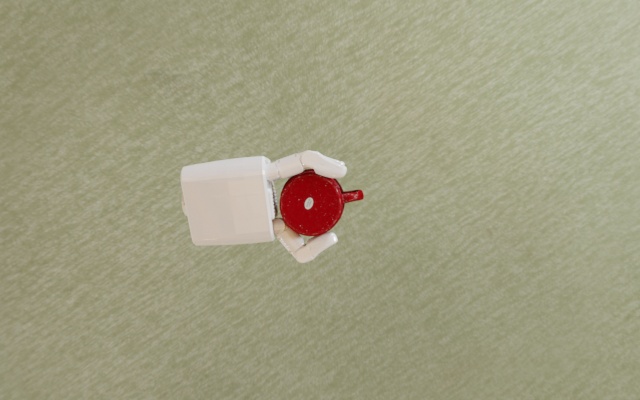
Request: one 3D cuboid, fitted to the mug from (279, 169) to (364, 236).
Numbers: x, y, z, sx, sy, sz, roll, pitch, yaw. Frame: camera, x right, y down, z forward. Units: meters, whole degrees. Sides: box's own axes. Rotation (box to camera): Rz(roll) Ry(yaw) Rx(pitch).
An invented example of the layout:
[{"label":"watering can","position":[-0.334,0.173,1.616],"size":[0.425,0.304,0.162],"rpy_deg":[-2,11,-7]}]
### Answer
[{"label":"mug","position":[0.002,0.002,0.640],"size":[0.117,0.093,0.081],"rpy_deg":[-7,3,1]}]
